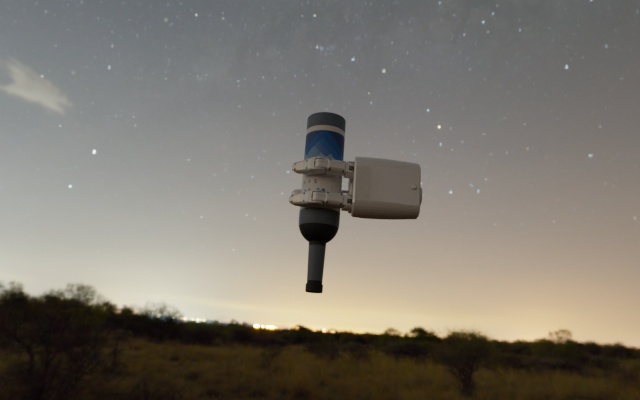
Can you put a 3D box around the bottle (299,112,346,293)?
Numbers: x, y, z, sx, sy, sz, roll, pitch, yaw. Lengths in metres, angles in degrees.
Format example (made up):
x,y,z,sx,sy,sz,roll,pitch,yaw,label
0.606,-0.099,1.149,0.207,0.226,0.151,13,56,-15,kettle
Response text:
x,y,z,sx,sy,sz,roll,pitch,yaw,label
0.000,0.002,0.786,0.069,0.295,0.069,4,-16,1,bottle
